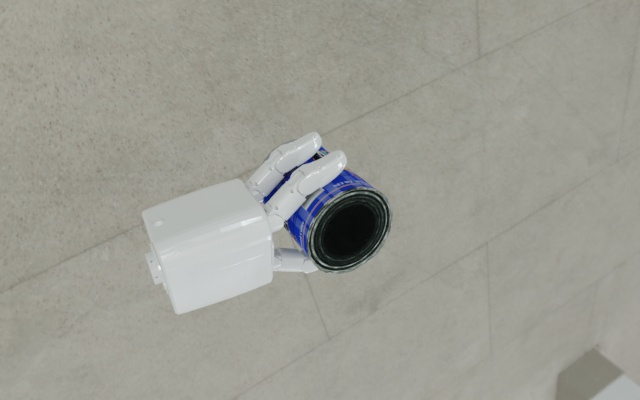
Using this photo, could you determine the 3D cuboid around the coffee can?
[{"bbox_3d":[0.000,0.002,0.543,0.103,0.103,0.140,0,26,-31],"label":"coffee can"}]
